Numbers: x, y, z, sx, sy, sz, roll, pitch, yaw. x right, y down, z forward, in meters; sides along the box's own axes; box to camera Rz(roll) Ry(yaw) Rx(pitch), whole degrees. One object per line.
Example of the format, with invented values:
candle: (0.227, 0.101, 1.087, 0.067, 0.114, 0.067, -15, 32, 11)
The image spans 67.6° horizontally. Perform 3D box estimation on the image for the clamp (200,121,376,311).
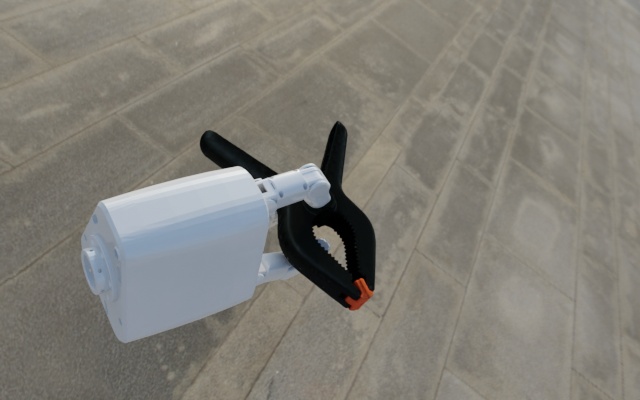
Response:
clamp: (0.000, 0.002, 0.457, 0.164, 0.210, 0.036, -18, -26, -34)
